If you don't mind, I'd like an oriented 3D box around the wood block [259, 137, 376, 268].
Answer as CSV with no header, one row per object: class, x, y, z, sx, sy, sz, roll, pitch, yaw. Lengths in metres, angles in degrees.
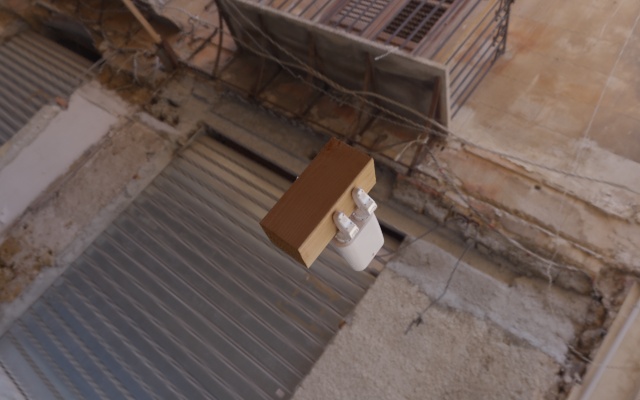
wood block,0.000,0.003,0.844,0.091,0.206,0.090,32,-18,24
